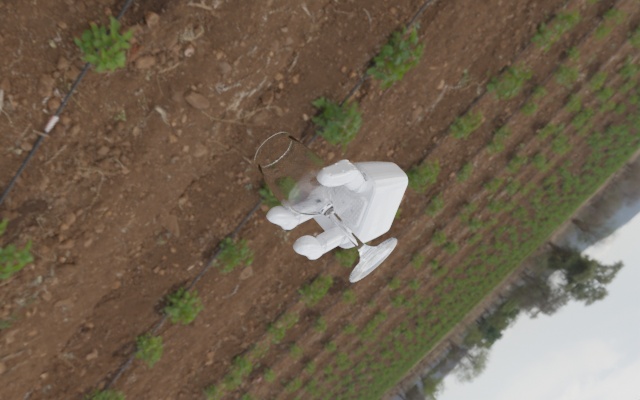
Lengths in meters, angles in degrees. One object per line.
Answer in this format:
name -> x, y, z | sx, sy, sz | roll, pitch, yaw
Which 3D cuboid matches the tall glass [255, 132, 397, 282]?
tall glass -> 0.000, 0.002, 0.593 | 0.201, 0.079, 0.079 | 48, 22, 21
